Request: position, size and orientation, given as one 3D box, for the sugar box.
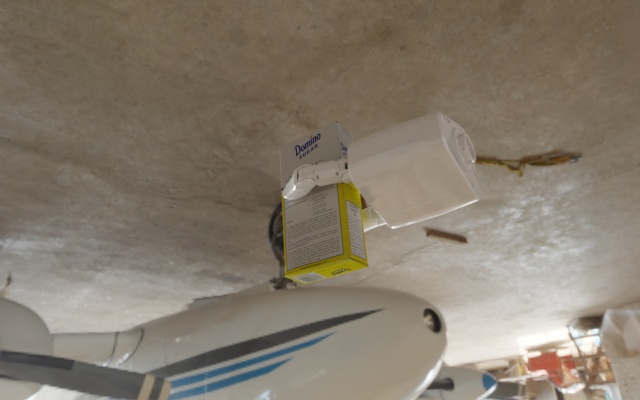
[{"bbox_3d":[0.001,0.002,0.569,0.093,0.176,0.048,-20,-32,30],"label":"sugar box"}]
